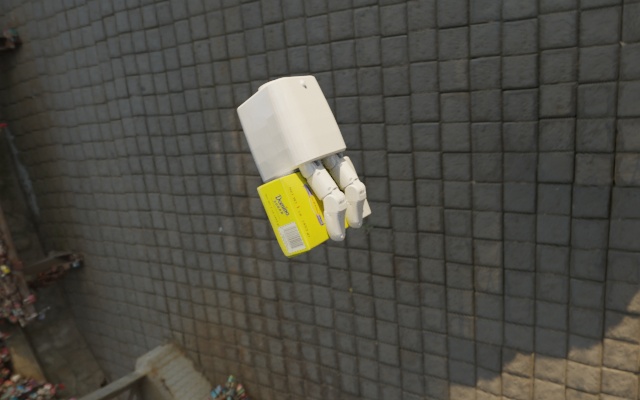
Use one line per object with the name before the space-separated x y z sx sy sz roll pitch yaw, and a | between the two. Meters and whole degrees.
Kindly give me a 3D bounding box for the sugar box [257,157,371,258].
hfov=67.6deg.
sugar box | 0.000 0.002 0.628 0.048 0.093 0.176 -20 3 35
